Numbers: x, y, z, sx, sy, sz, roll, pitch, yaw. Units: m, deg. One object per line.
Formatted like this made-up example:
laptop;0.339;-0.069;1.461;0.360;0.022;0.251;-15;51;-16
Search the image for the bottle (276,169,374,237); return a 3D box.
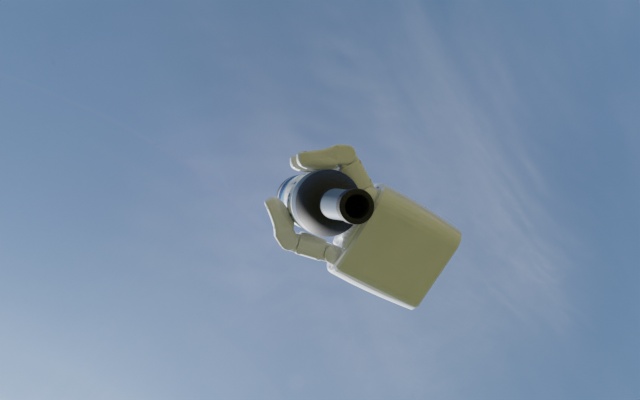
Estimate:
bottle;0.000;0.002;0.502;0.069;0.069;0.295;0;1;-11
